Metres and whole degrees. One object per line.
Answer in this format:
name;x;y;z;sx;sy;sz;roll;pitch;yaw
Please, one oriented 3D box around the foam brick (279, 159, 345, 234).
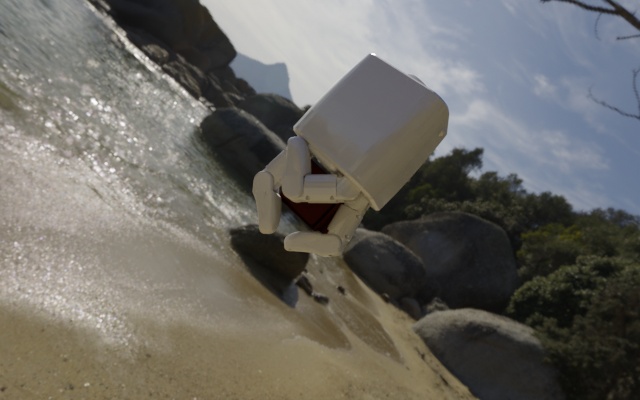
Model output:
foam brick;0.000;0.002;0.503;0.053;0.051;0.078;42;0;17
